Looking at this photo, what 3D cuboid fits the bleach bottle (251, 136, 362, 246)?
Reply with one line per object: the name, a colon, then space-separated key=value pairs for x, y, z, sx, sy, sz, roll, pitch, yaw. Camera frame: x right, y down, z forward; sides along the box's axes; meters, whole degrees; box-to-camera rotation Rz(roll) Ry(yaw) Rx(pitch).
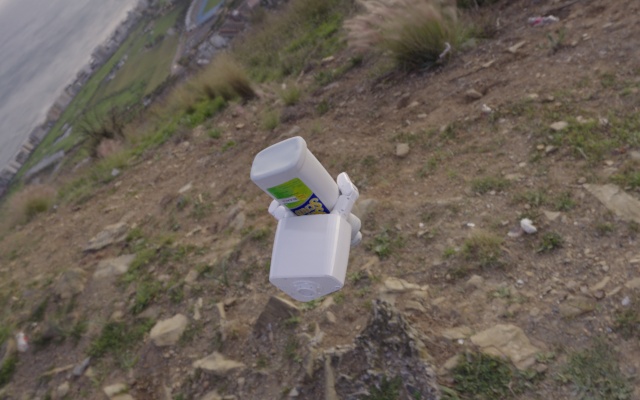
bleach bottle: x=0.000 y=0.003 z=0.795 sx=0.102 sy=0.068 sz=0.251 roll=-17 pitch=-42 yaw=31
